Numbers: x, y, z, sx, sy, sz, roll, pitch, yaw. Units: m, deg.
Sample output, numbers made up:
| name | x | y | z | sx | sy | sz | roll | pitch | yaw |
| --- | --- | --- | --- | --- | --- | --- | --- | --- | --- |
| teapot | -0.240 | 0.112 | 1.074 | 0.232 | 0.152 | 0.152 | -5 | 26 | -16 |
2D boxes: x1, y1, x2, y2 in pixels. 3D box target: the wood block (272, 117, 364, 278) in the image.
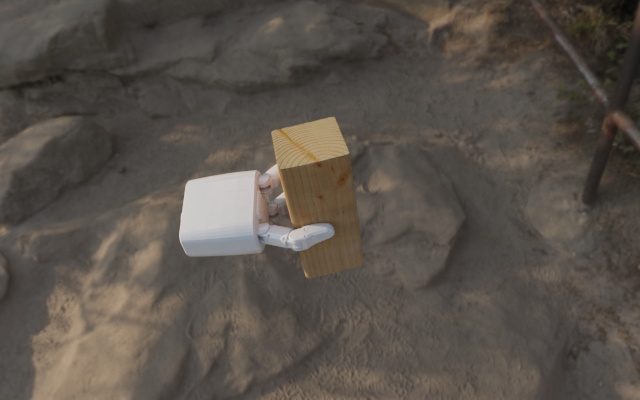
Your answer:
| name | x | y | z | sx | sy | sz | roll | pitch | yaw |
| --- | --- | --- | --- | --- | --- | --- | --- | --- | --- |
| wood block | 0.000 | 0.002 | 0.667 | 0.090 | 0.206 | 0.090 | -13 | 42 | -2 |
